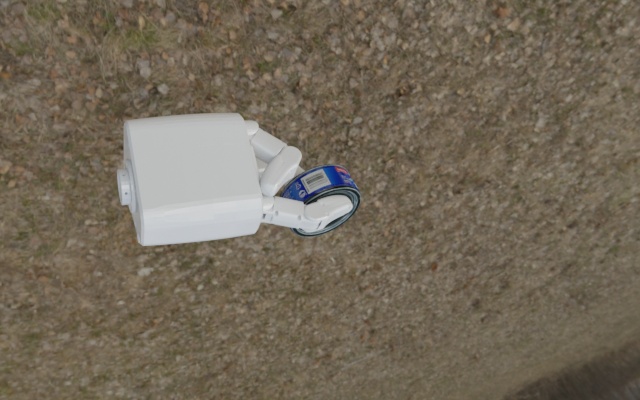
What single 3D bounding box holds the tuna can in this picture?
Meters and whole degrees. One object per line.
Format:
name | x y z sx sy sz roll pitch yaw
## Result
tuna can | 0.000 0.002 0.517 0.086 0.033 0.086 -20 -32 -13
